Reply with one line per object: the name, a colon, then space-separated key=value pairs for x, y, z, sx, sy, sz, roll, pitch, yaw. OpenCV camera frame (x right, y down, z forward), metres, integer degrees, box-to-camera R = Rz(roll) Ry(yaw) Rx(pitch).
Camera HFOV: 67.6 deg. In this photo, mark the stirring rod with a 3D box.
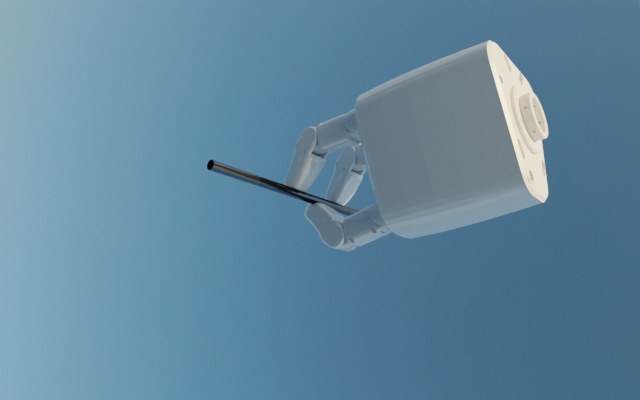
stirring rod: x=0.000 y=0.001 z=0.427 sx=0.011 sy=0.011 sz=0.239 roll=0 pitch=-13 yaw=42
